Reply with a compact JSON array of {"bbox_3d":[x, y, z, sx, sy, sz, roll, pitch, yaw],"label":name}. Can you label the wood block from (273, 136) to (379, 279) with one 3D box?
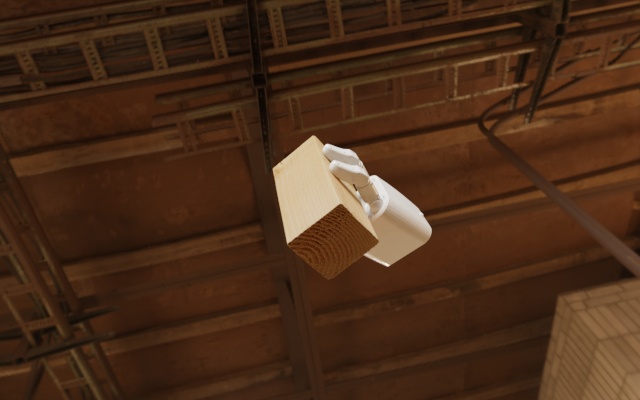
[{"bbox_3d":[0.000,0.003,0.698,0.090,0.091,0.206,44,14,-30],"label":"wood block"}]
